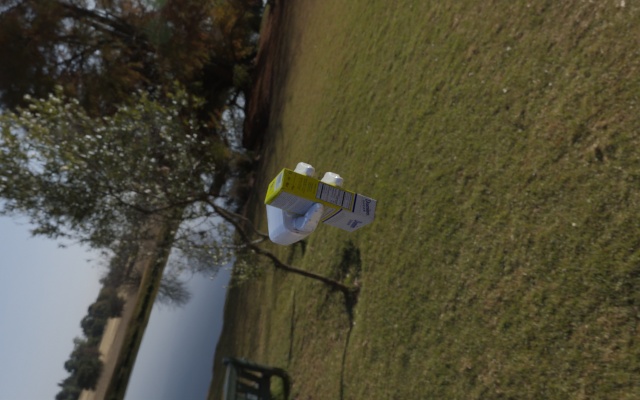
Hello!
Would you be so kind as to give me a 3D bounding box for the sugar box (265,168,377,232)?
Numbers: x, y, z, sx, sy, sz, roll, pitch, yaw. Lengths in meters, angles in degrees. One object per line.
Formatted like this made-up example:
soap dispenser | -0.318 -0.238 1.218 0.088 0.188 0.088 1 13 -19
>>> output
sugar box | 0.000 0.002 0.840 0.176 0.048 0.093 17 -22 -19
